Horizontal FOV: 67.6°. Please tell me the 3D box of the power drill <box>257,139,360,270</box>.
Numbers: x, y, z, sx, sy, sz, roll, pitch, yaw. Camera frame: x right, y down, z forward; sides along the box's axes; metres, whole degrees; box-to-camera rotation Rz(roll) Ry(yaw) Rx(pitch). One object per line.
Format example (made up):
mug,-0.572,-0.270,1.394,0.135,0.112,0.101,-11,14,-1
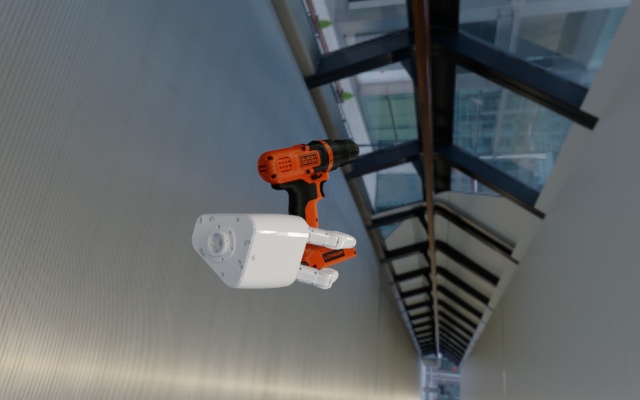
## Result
power drill,0.000,0.003,0.728,0.184,0.187,0.057,-15,5,-37
